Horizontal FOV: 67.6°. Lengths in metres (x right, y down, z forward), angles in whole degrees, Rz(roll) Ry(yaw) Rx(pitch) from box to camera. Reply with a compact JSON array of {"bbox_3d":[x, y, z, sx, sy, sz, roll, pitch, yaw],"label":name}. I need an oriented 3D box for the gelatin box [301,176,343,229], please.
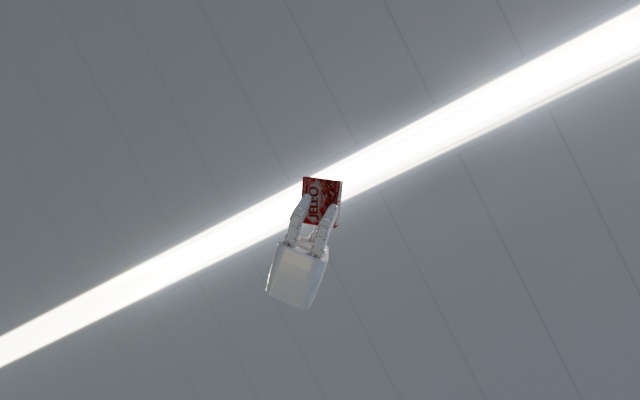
[{"bbox_3d":[0.000,0.003,0.893,0.073,0.089,0.030,8,5,16],"label":"gelatin box"}]
